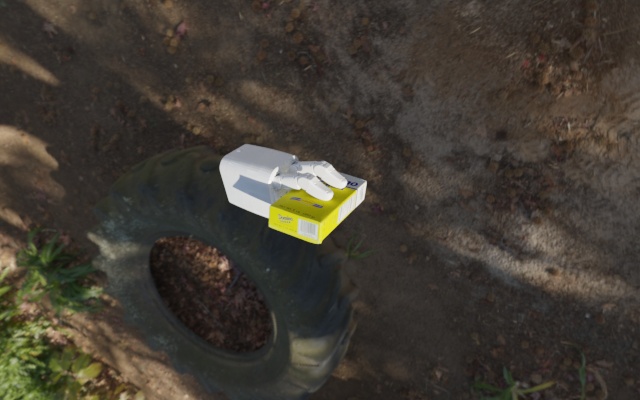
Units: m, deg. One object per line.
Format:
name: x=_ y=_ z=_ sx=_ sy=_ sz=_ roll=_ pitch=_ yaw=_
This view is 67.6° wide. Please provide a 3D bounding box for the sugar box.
sugar box: x=0.000 y=0.002 z=0.791 sx=0.093 sy=0.048 sz=0.176 roll=18 pitch=34 yaw=21
